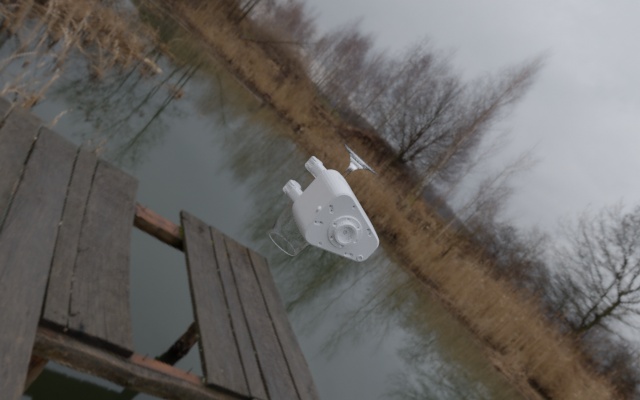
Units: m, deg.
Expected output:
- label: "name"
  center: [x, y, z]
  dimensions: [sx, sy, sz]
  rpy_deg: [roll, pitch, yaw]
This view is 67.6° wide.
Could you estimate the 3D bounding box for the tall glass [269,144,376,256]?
- label: "tall glass"
  center: [0.001, 0.002, 0.814]
  dimensions: [0.079, 0.201, 0.079]
  rpy_deg: [42, 8, -7]
